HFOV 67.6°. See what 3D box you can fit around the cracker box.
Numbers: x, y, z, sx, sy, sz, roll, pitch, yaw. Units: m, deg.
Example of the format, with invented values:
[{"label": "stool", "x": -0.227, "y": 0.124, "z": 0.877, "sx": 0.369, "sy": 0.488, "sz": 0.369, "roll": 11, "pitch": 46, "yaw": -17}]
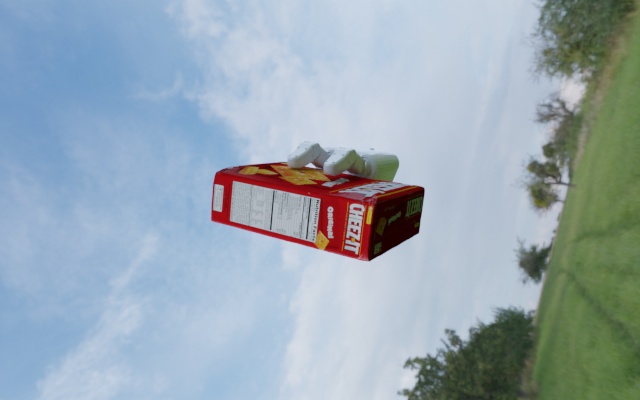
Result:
[{"label": "cracker box", "x": 0.000, "y": 0.002, "z": 0.591, "sx": 0.213, "sy": 0.072, "sz": 0.164, "roll": 11, "pitch": 13, "yaw": 28}]
